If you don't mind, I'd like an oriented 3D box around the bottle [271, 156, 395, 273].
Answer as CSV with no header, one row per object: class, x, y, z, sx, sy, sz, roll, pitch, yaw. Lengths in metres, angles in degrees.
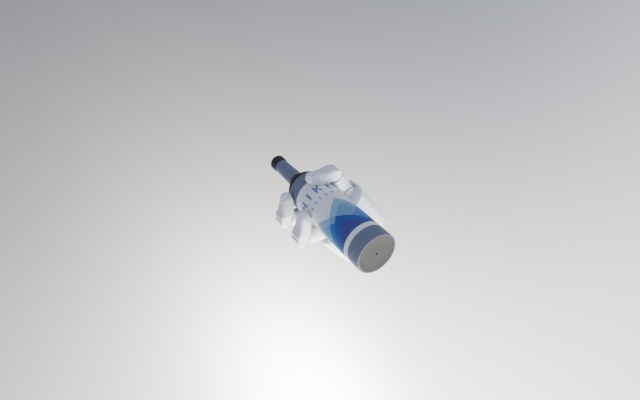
bottle,0.000,0.003,0.762,0.069,0.069,0.295,0,29,-38
